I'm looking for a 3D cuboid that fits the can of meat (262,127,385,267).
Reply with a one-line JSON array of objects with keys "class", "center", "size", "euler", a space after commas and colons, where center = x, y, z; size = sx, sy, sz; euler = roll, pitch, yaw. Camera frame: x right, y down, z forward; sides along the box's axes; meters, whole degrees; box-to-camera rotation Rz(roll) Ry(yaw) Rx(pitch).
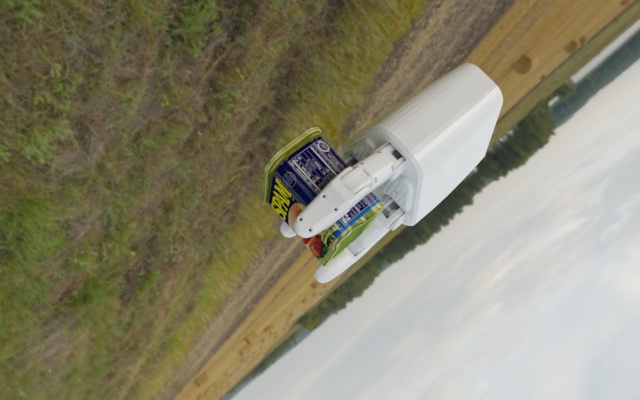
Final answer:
[{"class": "can of meat", "center": [0.000, 0.002, 0.403], "size": [0.057, 0.084, 0.102], "euler": [-39, -10, -20]}]
